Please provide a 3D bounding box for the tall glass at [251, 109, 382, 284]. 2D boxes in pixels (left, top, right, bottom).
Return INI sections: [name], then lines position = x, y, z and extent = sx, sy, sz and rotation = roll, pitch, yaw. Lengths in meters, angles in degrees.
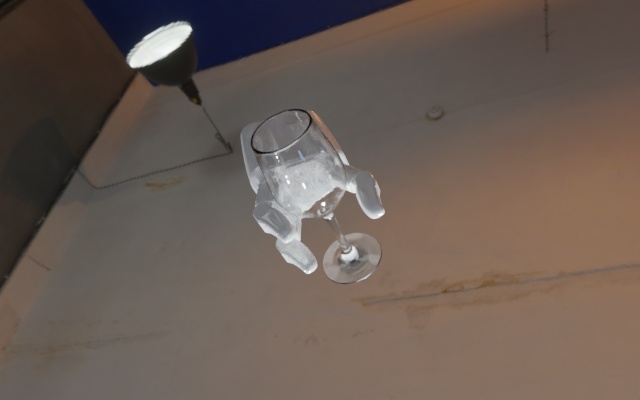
[tall glass]
position = 0.000, 0.002, 0.501
extent = 0.079, 0.079, 0.201
rotation = 0, -41, 29
